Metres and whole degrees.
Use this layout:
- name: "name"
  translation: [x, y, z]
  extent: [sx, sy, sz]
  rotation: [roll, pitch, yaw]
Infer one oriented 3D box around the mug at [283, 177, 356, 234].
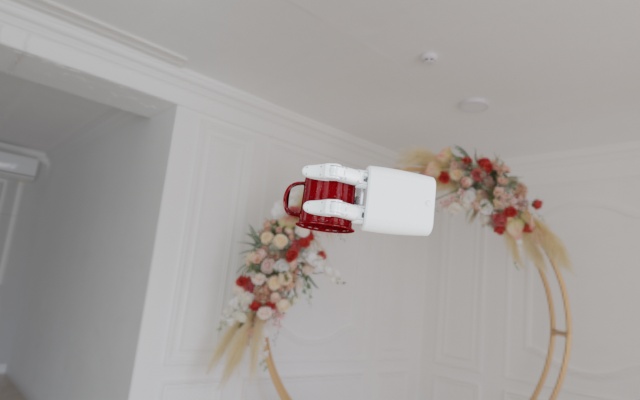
- name: "mug"
  translation: [-0.001, 0.002, 0.747]
  extent: [0.117, 0.081, 0.093]
  rotation: [8, -10, -7]
